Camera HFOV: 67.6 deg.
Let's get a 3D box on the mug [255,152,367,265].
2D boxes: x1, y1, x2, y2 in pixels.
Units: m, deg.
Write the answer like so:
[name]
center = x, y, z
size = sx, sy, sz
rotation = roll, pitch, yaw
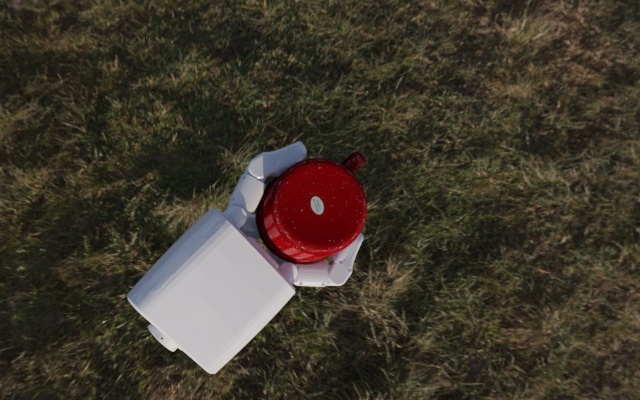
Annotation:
[mug]
center = 0.001, 0.000, 0.428
size = 0.093, 0.117, 0.081
rotation = 44, -15, -3
